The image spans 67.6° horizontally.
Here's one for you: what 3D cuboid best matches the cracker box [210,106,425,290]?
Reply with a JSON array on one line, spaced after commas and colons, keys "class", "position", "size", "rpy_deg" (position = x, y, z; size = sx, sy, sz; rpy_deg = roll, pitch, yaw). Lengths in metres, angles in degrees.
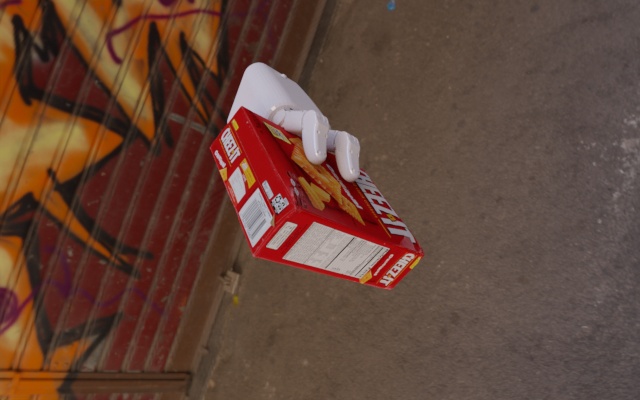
[{"class": "cracker box", "position": [0.000, 0.002, 0.531], "size": [0.214, 0.072, 0.164], "rpy_deg": [21, 29, -43]}]
